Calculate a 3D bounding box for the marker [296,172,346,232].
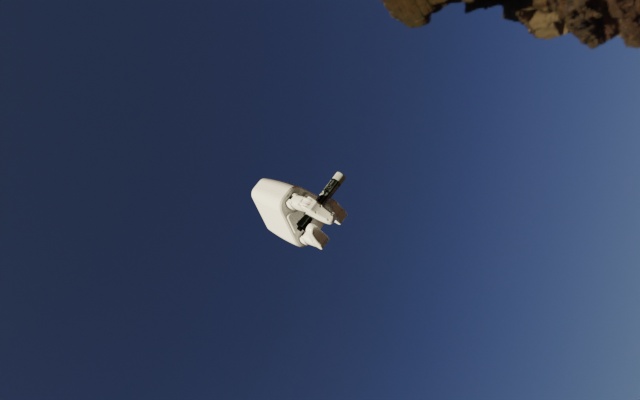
[{"bbox_3d":[0.000,0.003,0.797,0.020,0.121,0.020,35,-16,11],"label":"marker"}]
